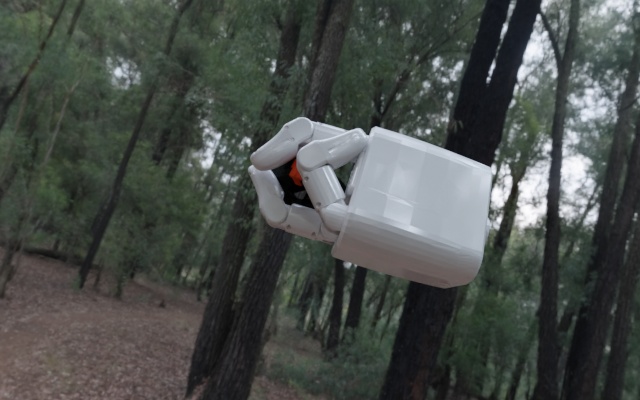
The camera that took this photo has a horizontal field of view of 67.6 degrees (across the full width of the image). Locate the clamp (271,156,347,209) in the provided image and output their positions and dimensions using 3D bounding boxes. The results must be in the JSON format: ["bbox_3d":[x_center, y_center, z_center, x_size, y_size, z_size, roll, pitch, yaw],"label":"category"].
[{"bbox_3d":[0.000,0.001,0.478,0.120,0.039,0.171,19,-13,2],"label":"clamp"}]
